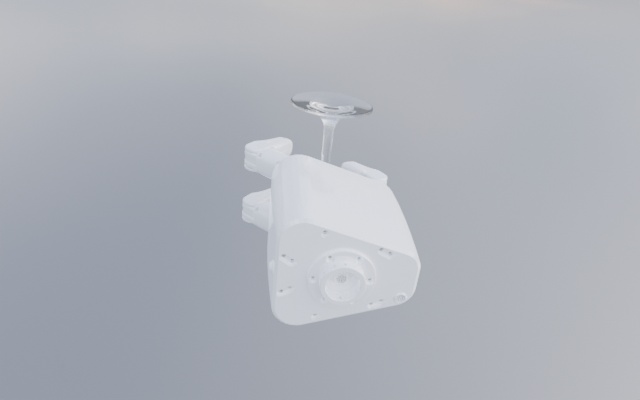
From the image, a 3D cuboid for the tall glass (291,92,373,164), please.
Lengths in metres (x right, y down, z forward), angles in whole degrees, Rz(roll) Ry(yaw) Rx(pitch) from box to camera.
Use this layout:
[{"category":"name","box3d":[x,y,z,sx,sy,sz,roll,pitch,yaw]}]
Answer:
[{"category":"tall glass","box3d":[0.000,0.001,0.471,0.079,0.201,0.079,5,27,-3]}]
